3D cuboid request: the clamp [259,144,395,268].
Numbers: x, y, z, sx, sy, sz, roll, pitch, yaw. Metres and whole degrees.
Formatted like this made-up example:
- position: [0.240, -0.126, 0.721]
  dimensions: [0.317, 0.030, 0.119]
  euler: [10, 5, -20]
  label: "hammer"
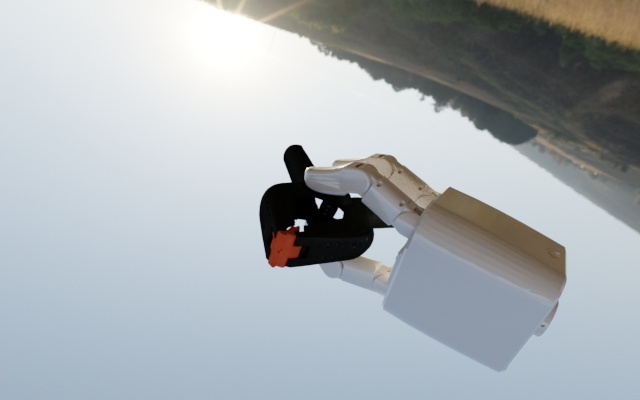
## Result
- position: [0.000, 0.002, 0.413]
  dimensions: [0.164, 0.036, 0.210]
  euler: [27, 23, 19]
  label: "clamp"
